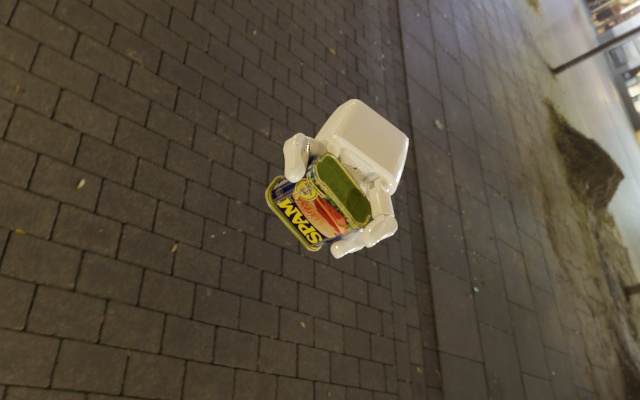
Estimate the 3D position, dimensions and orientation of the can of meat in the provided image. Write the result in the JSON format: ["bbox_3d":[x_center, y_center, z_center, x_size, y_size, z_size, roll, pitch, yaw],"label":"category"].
[{"bbox_3d":[0.000,0.002,0.569,0.084,0.102,0.057,-27,21,37],"label":"can of meat"}]
